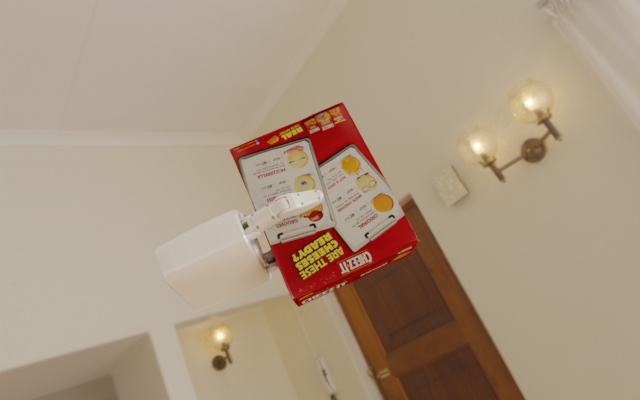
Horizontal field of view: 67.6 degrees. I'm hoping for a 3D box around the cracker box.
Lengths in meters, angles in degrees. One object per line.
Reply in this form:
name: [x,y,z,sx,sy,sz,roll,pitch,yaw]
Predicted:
cracker box: [0.000,0.002,0.610,0.164,0.213,0.072,-24,-20,-6]
